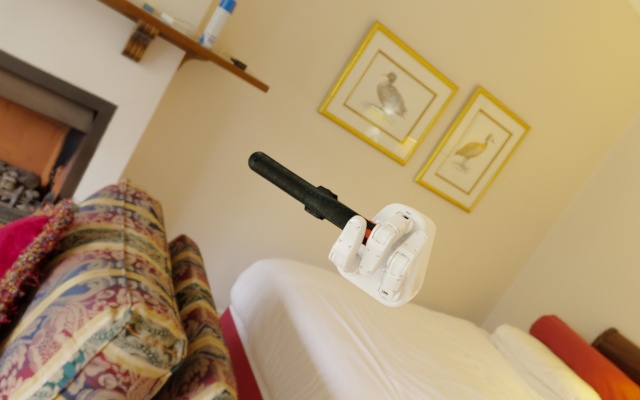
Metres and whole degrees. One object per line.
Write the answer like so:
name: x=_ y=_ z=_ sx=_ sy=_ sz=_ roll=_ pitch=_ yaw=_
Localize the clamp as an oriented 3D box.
clamp: x=0.001 y=0.001 z=0.573 sx=0.171 sy=0.039 sz=0.120 roll=36 pitch=7 yaw=20
